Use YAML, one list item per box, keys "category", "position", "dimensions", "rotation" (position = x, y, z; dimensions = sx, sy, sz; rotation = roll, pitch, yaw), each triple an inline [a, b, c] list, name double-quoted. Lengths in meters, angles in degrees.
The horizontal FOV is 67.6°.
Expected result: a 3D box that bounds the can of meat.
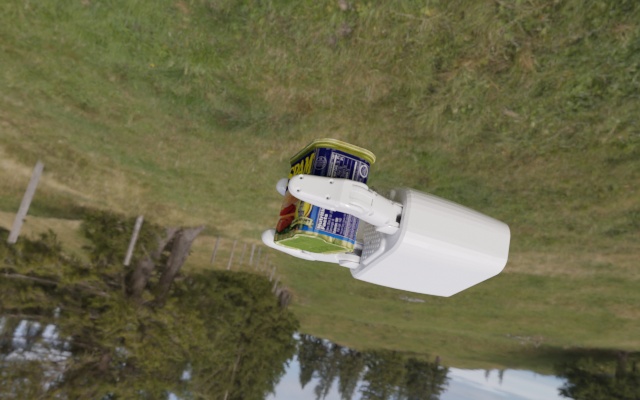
- category: "can of meat"
  position: [0.000, 0.002, 0.427]
  dimensions: [0.057, 0.084, 0.102]
  rotation: [17, -14, -18]
